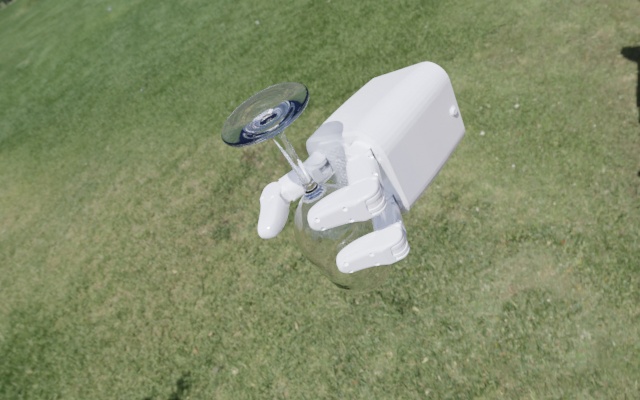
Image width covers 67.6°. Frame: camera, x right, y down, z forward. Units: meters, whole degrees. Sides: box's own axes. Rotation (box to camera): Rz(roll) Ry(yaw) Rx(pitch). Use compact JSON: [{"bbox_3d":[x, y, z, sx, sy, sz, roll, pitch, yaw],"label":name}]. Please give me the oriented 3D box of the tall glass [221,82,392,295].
[{"bbox_3d":[0.000,0.001,0.415,0.079,0.079,0.201,0,-43,35],"label":"tall glass"}]
